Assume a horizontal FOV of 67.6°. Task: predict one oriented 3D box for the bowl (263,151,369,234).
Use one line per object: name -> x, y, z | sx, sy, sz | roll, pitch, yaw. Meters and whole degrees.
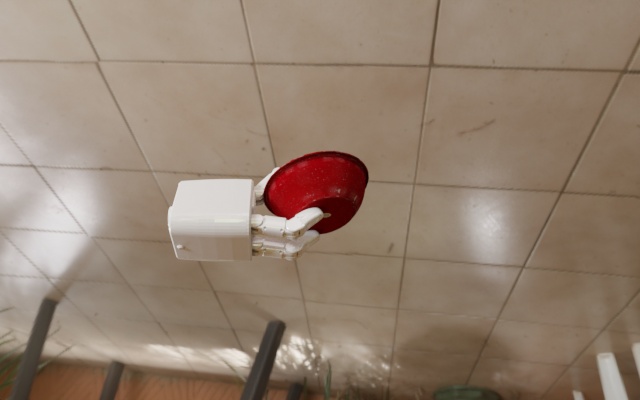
bowl -> 0.001, 0.002, 0.697 | 0.162, 0.055, 0.162 | -11, -36, -8
